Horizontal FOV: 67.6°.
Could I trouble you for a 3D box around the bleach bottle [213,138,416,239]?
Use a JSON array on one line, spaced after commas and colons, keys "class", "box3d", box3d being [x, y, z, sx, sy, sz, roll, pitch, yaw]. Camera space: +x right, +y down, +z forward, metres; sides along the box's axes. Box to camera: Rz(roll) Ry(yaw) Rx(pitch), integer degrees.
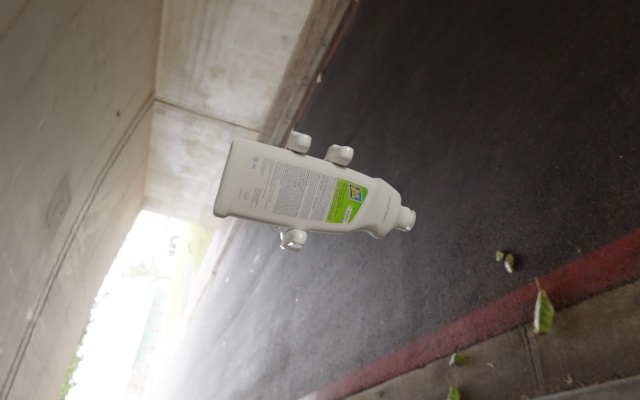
[{"class": "bleach bottle", "box3d": [0.000, 0.002, 0.603, 0.251, 0.102, 0.068, 16, 7, -15]}]
